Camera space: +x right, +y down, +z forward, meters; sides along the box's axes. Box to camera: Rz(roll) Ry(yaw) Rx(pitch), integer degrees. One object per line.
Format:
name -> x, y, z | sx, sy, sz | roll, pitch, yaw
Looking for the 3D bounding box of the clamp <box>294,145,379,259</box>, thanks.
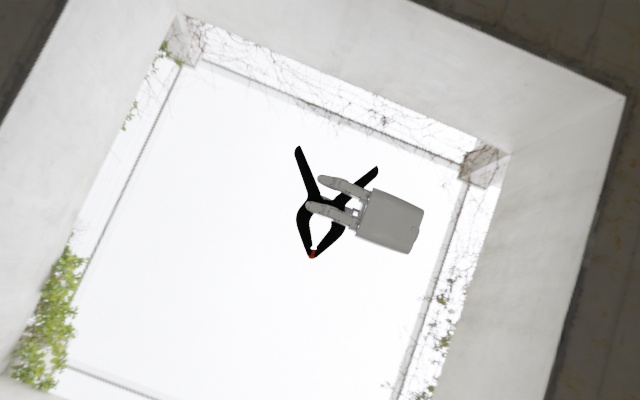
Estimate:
clamp -> 0.000, 0.004, 0.890 | 0.164, 0.210, 0.036 | 21, -10, 2
